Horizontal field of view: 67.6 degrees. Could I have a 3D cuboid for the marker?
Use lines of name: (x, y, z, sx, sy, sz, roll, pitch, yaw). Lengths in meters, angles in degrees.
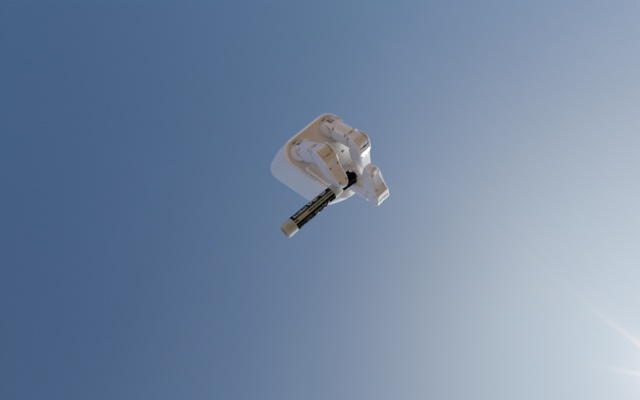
marker: (0.000, 0.002, 0.594, 0.121, 0.020, 0.020, -40, 16, -20)
